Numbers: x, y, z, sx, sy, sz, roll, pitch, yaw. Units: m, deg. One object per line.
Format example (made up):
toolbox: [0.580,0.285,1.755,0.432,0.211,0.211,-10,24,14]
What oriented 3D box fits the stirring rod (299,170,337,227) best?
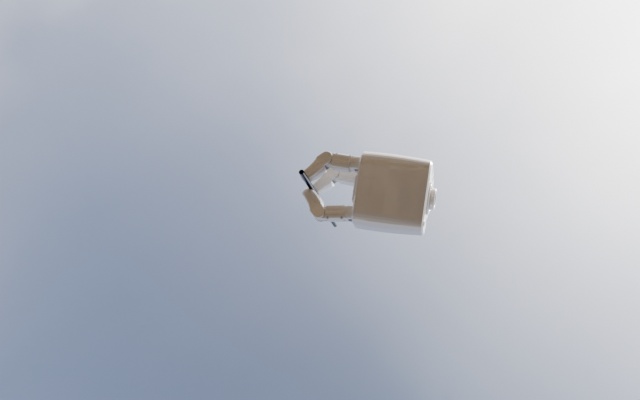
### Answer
stirring rod: [0.000,0.003,0.811,0.011,0.011,0.240,0,-22,15]
